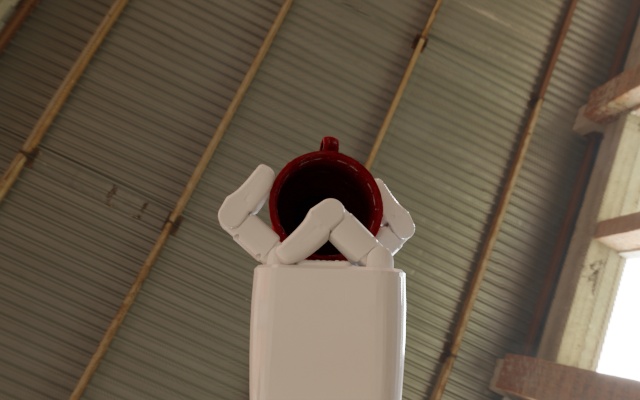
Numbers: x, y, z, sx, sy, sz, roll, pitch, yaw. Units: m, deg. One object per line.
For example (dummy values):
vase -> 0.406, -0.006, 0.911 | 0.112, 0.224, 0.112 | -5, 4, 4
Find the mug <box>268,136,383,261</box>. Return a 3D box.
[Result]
mug -> 0.000, 0.000, 0.423 | 0.093, 0.117, 0.081 | 6, -14, -8
